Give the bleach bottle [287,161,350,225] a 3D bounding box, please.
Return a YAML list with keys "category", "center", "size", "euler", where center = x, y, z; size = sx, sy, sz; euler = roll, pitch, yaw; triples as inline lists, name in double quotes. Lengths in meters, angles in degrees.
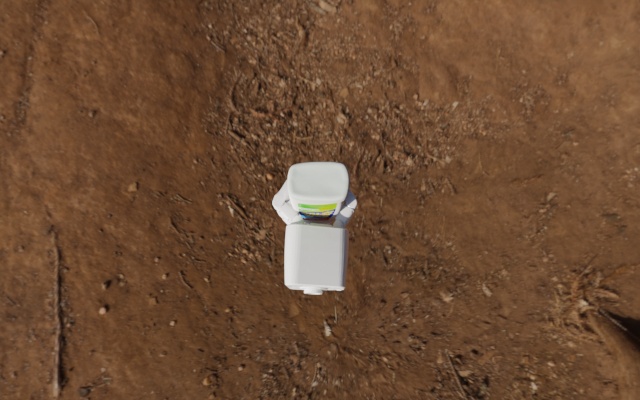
- category: "bleach bottle"
  center: [0.000, 0.003, 0.866]
  size: [0.102, 0.068, 0.251]
  euler: [0, -16, 3]
